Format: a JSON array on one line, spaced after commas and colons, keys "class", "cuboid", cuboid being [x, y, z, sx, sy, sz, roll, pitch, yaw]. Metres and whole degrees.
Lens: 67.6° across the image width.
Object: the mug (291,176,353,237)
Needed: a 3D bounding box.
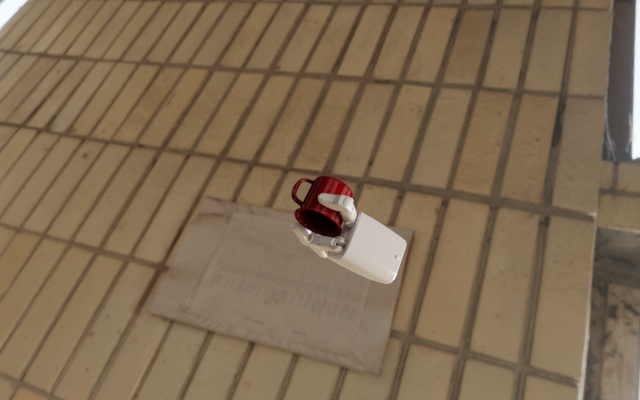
[{"class": "mug", "cuboid": [-0.001, 0.002, 0.877, 0.117, 0.081, 0.093, 32, -28, -13]}]
